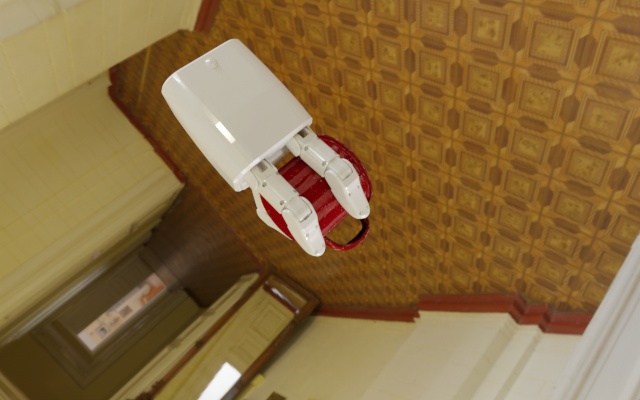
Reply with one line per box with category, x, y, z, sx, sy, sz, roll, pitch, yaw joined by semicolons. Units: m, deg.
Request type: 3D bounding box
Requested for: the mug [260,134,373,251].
mug;0.001;0.003;0.490;0.081;0.117;0.093;-41;1;-26
